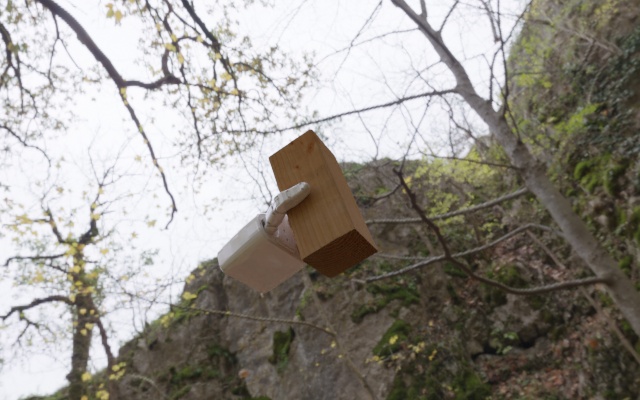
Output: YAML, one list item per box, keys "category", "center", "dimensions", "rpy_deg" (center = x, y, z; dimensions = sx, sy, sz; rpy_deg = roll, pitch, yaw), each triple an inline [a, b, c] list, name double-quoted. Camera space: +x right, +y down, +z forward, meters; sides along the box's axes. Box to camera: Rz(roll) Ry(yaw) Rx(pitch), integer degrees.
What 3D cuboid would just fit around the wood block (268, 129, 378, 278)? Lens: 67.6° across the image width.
- category: "wood block"
  center: [0.000, 0.002, 0.745]
  dimensions: [0.090, 0.206, 0.091]
  rpy_deg: [-32, -37, 13]
